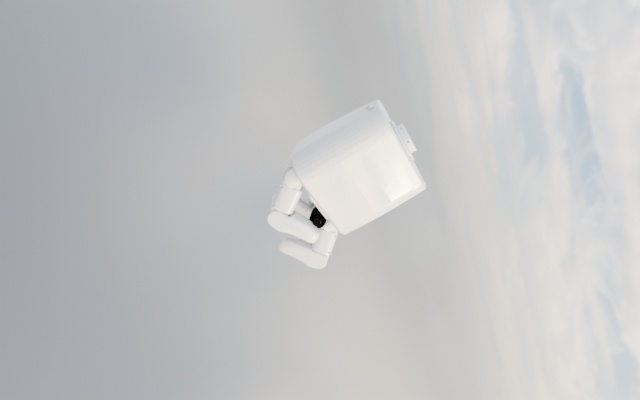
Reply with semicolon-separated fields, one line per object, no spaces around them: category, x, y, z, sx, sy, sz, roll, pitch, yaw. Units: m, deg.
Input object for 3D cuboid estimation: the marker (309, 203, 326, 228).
marker;0.000;0.002;0.567;0.020;0.020;0.121;0;21;4
